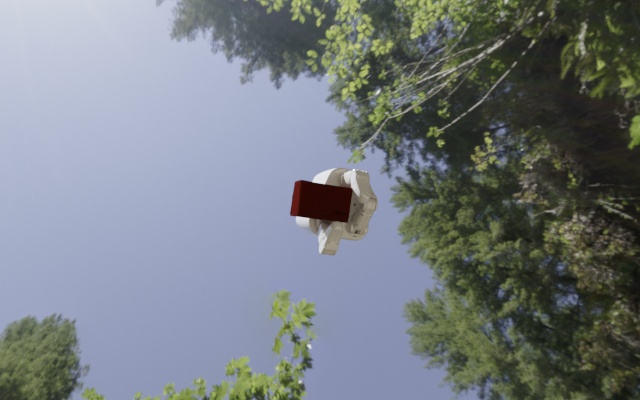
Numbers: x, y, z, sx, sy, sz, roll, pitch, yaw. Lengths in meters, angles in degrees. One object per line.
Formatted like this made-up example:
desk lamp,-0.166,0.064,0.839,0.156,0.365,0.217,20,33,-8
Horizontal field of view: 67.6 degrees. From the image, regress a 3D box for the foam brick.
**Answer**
foam brick,0.000,0.002,0.691,0.078,0.053,0.051,9,-2,-17
